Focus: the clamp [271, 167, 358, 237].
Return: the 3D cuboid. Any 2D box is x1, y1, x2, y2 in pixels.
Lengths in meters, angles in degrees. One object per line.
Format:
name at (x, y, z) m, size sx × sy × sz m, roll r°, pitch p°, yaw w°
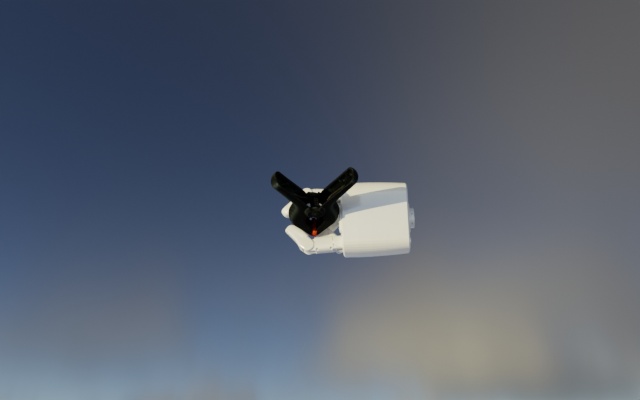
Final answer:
clamp at (0.000, 0.003, 0.717) m, size 0.120 × 0.039 × 0.172 m, roll -3°, pitch -28°, yaw 7°
